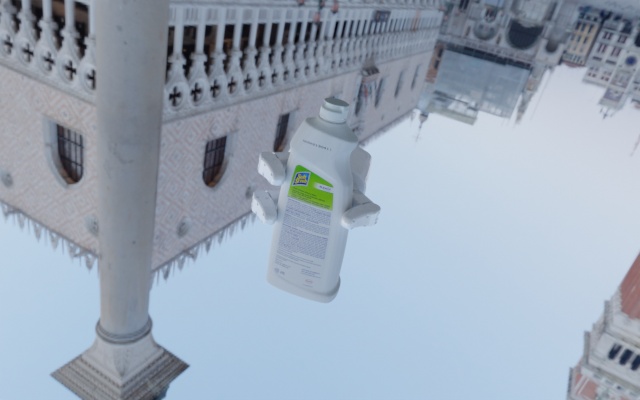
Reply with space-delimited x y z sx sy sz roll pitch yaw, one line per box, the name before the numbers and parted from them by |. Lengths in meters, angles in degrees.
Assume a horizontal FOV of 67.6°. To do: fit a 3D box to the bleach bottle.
bleach bottle | 0.000 0.002 0.585 0.102 0.251 0.068 17 27 6
